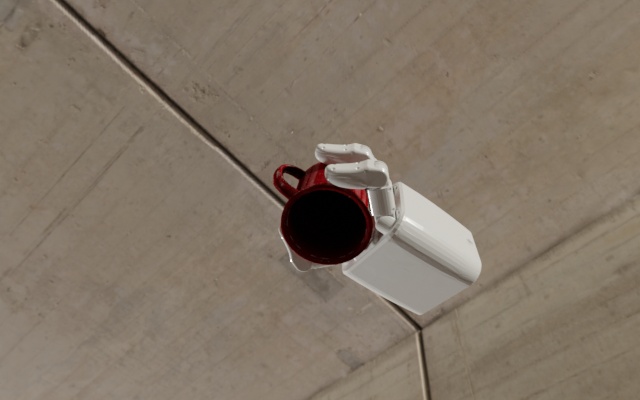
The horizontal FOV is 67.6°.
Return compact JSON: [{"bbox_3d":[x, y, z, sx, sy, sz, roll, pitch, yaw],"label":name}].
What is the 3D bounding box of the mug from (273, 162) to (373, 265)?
[{"bbox_3d":[-0.001,0.001,0.510,0.117,0.093,0.081,33,26,-11],"label":"mug"}]
